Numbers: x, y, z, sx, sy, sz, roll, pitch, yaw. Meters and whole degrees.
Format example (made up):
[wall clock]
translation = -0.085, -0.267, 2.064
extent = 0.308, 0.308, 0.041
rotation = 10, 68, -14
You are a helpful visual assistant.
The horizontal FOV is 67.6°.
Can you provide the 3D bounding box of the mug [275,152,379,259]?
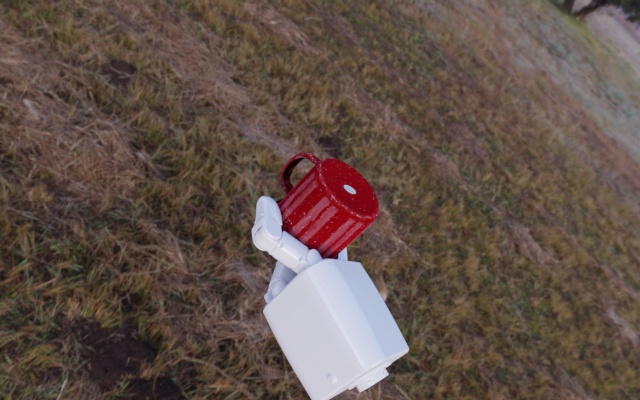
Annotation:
[mug]
translation = 0.000, 0.000, 0.496
extent = 0.093, 0.117, 0.081
rotation = -3, -35, -51
